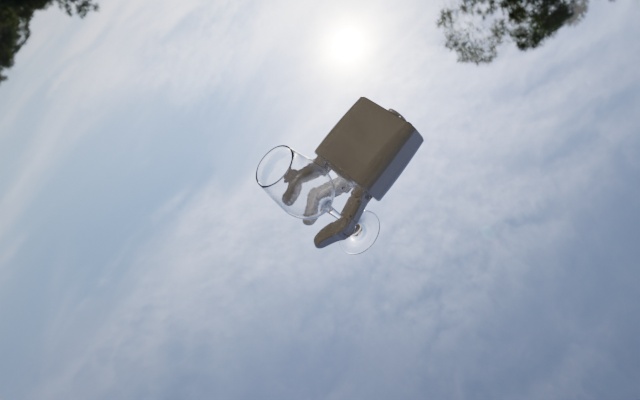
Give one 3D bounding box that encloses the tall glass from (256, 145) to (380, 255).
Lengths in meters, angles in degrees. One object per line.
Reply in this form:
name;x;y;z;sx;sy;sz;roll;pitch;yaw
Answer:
tall glass;0.000;0.003;0.662;0.079;0.079;0.201;0;-27;42
